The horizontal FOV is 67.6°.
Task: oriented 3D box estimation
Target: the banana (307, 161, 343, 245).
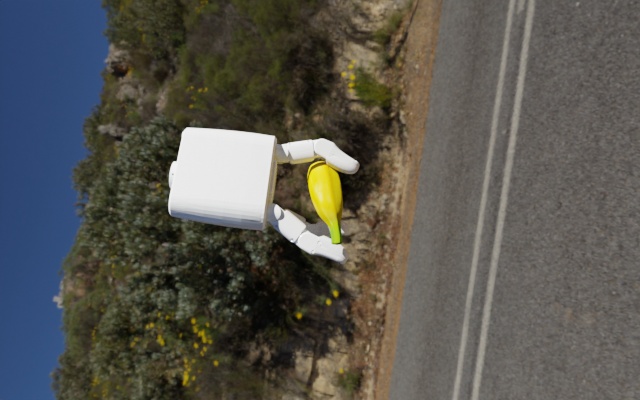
[{"bbox_3d":[0.002,-0.015,0.593,0.037,0.070,0.197,3,19,-5],"label":"banana"}]
